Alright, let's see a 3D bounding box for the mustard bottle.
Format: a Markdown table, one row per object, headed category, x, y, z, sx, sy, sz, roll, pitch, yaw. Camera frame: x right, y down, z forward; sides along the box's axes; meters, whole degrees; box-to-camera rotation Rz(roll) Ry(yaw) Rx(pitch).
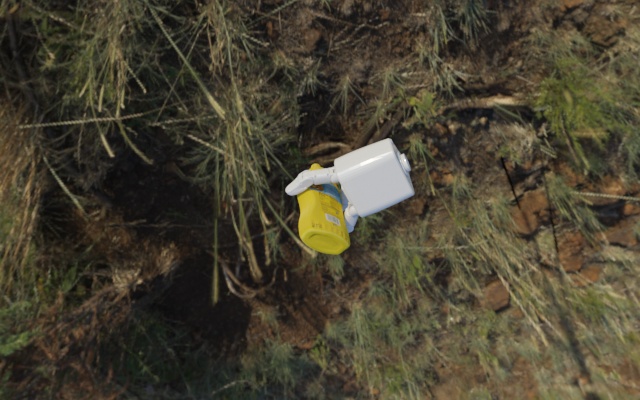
| category | x | y | z | sx | sy | sz | roll | pitch | yaw |
| --- | --- | --- | --- | --- | --- | --- | --- | --- | --- |
| mustard bottle | 0.000 | 0.003 | 0.882 | 0.096 | 0.191 | 0.058 | 25 | -51 | -31 |
